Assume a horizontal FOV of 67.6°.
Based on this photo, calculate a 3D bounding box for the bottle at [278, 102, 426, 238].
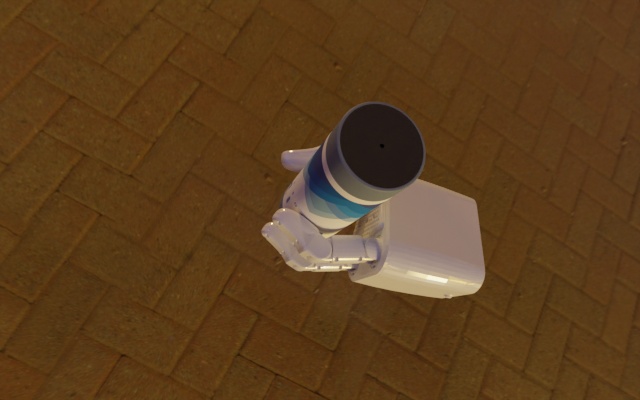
[{"bbox_3d":[0.000,0.001,0.460,0.069,0.069,0.296,0,-15,-17],"label":"bottle"}]
